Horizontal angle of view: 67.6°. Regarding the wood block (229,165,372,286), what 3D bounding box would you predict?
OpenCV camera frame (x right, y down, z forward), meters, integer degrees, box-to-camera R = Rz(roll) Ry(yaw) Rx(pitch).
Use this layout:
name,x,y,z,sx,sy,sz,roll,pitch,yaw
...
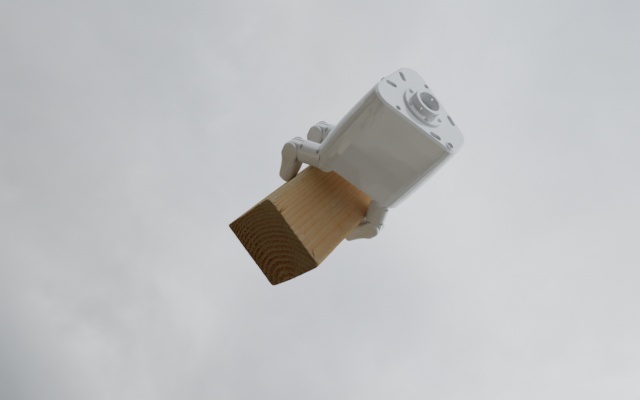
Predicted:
name,x,y,z,sx,sy,sz,roll,pitch,yaw
wood block,0.001,0.002,0.592,0.090,0.091,0.206,-30,7,44
